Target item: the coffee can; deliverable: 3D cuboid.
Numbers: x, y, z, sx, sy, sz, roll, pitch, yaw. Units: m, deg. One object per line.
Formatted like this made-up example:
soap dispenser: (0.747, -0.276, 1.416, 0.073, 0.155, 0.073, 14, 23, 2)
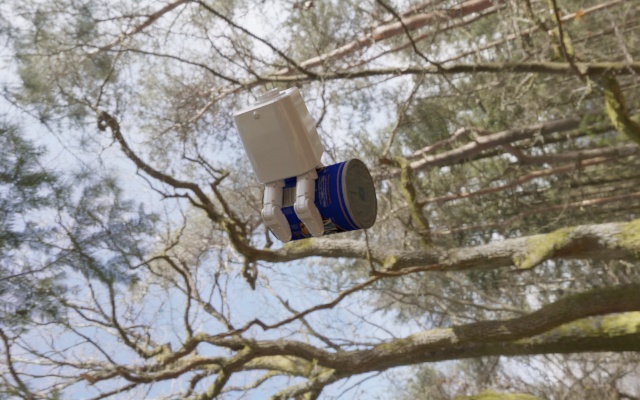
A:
coffee can: (0.000, 0.002, 0.710, 0.140, 0.103, 0.103, -12, -6, 28)
